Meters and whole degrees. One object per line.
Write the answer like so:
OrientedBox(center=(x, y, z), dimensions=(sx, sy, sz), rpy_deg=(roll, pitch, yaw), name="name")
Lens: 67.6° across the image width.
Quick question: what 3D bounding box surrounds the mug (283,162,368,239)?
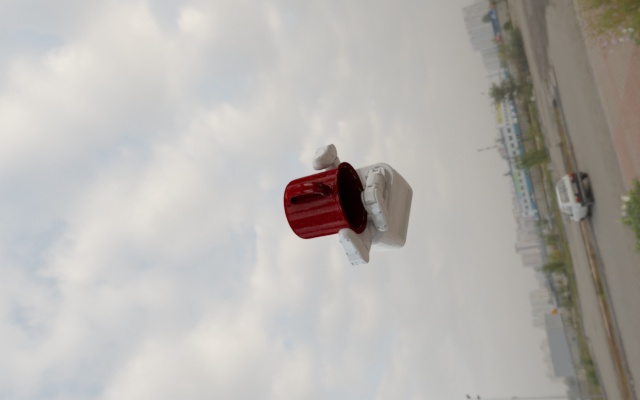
OrientedBox(center=(-0.001, 0.002, 0.604), dimensions=(0.081, 0.093, 0.117), rpy_deg=(-13, -17, 25), name="mug")
